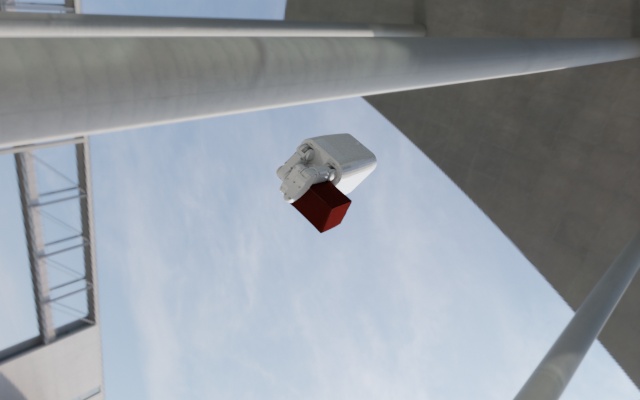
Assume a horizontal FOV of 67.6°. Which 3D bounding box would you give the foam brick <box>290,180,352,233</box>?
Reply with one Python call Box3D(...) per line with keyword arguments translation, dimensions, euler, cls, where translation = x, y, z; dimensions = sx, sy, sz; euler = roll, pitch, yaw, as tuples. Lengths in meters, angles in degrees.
Box3D(translation=(0.000, 0.003, 0.752), dimensions=(0.051, 0.053, 0.078), euler=(-18, 53, -46), cls="foam brick")
